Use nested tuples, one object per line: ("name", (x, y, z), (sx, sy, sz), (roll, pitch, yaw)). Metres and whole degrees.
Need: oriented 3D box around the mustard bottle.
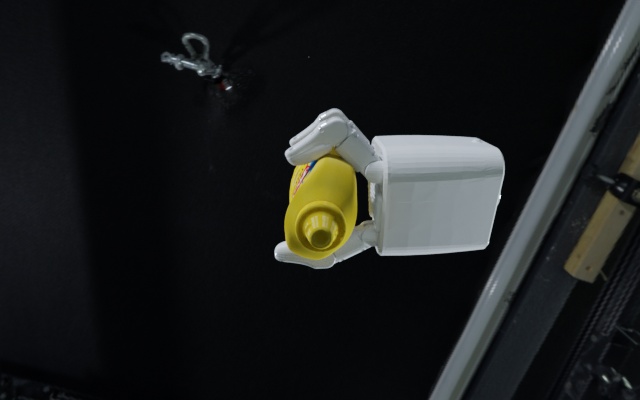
("mustard bottle", (0.000, 0.001, 0.445), (0.058, 0.096, 0.191), (22, 15, -7))
